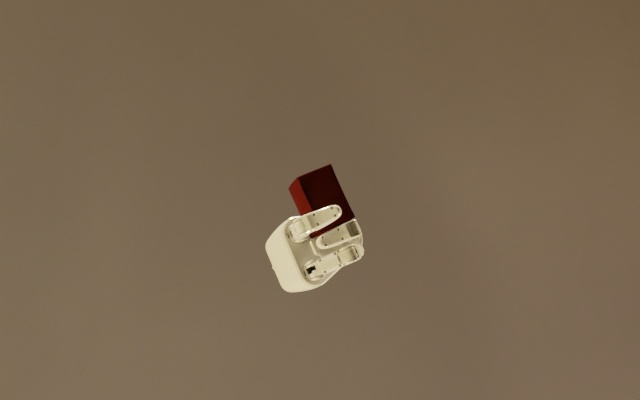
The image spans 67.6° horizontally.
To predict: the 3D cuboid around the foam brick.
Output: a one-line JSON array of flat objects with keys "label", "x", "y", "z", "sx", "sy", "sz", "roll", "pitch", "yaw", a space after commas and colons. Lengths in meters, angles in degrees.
[{"label": "foam brick", "x": 0.000, "y": 0.002, "z": 0.628, "sx": 0.053, "sy": 0.078, "sz": 0.051, "roll": -21, "pitch": -8, "yaw": -21}]
